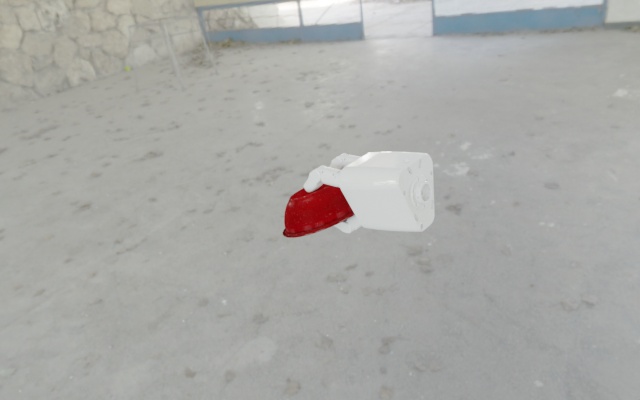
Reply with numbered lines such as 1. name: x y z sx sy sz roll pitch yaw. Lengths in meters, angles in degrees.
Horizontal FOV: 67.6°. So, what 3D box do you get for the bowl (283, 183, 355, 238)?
1. bowl: -0.001 0.003 0.810 0.162 0.055 0.162 -23 11 5
